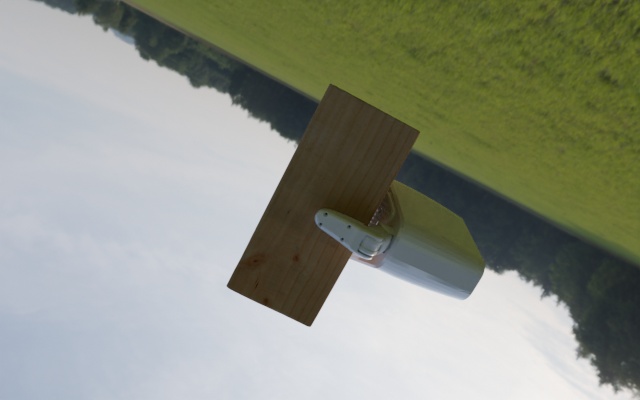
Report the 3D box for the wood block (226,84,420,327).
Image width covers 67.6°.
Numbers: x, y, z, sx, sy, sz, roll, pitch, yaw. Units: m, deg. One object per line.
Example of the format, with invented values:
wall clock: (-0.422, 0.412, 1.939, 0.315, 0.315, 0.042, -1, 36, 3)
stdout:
wood block: (0.000, 0.002, 0.464, 0.090, 0.206, 0.091, 27, 10, -5)
